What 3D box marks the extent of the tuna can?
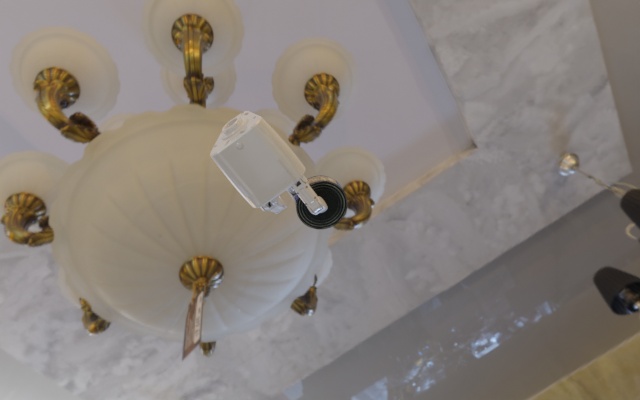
[{"bbox_3d":[0.000,0.002,0.792,0.086,0.086,0.033,0,23,-10],"label":"tuna can"}]
